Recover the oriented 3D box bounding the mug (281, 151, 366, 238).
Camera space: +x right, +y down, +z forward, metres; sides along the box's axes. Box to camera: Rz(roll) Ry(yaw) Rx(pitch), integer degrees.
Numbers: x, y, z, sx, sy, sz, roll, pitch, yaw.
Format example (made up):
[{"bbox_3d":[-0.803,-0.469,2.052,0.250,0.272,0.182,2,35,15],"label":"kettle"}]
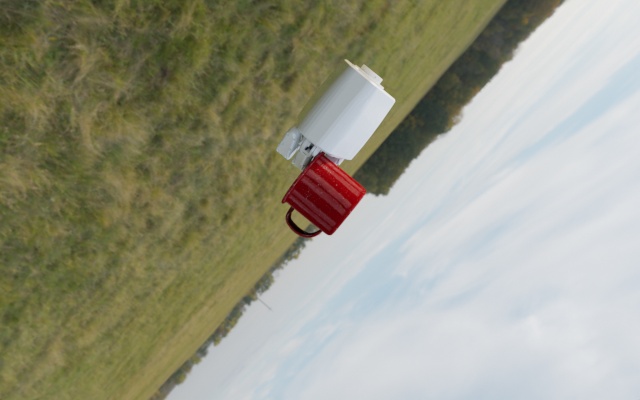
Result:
[{"bbox_3d":[-0.001,0.003,0.651,0.081,0.117,0.093,39,17,2],"label":"mug"}]
